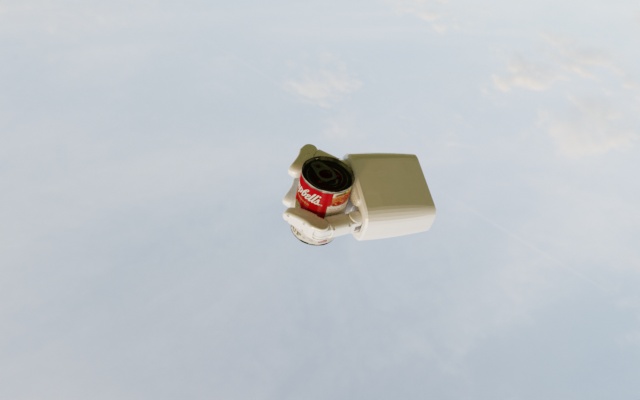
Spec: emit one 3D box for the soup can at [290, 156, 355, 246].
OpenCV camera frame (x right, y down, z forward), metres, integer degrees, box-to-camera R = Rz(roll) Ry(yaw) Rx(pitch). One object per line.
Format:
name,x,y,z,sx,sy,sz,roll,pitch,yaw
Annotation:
soup can,0.000,0.002,0.625,0.068,0.102,0.068,8,43,-8
